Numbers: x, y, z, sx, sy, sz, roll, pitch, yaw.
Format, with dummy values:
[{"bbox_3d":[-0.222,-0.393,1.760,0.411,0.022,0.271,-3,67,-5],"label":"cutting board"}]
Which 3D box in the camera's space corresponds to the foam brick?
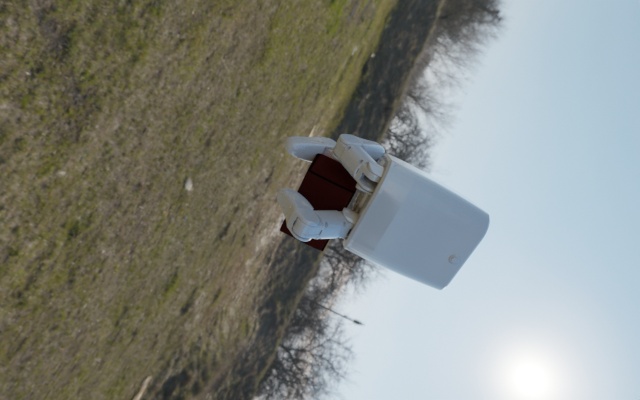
[{"bbox_3d":[0.000,0.002,0.488,0.051,0.078,0.053,26,29,-2],"label":"foam brick"}]
